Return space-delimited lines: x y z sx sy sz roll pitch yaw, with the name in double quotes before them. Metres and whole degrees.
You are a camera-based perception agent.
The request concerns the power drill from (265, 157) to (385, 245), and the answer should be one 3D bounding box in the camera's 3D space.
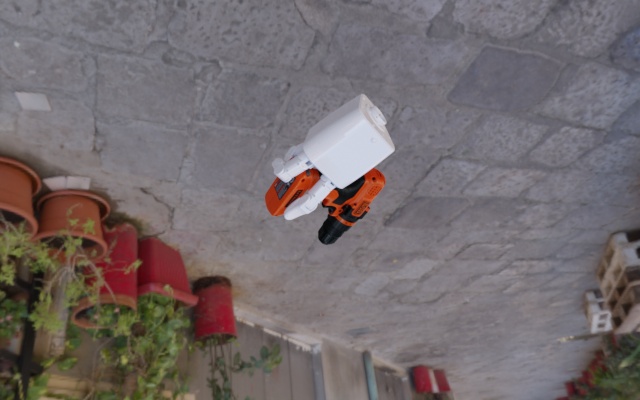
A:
"power drill" 0.000 0.003 0.838 0.188 0.184 0.057 12 36 -38
